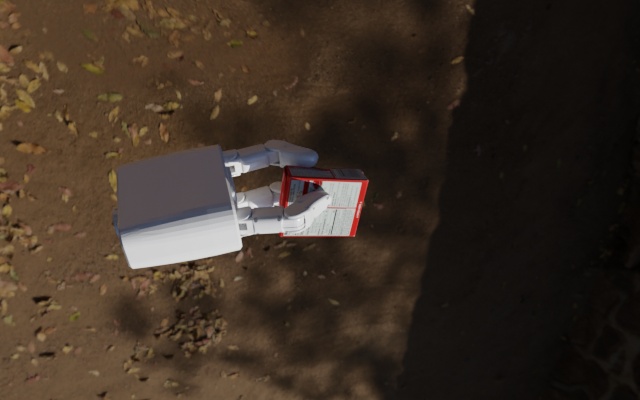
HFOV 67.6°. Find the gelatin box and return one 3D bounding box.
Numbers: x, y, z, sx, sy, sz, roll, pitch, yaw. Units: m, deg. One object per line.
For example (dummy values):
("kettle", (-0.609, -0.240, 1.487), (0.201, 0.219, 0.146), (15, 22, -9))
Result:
("gelatin box", (0.001, 0.002, 0.516), (0.089, 0.073, 0.030), (1, 30, -16))
